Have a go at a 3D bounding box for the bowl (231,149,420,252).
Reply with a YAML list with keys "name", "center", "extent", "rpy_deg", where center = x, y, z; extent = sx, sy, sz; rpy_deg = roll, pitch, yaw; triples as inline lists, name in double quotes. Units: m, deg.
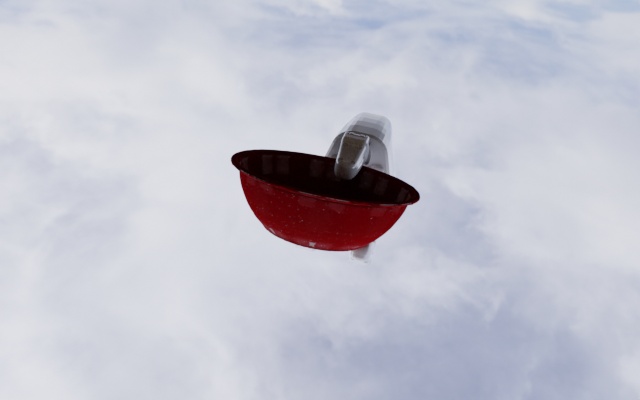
- name: "bowl"
  center: [-0.001, 0.002, 0.411]
  extent: [0.162, 0.055, 0.162]
  rpy_deg: [11, 14, -3]
